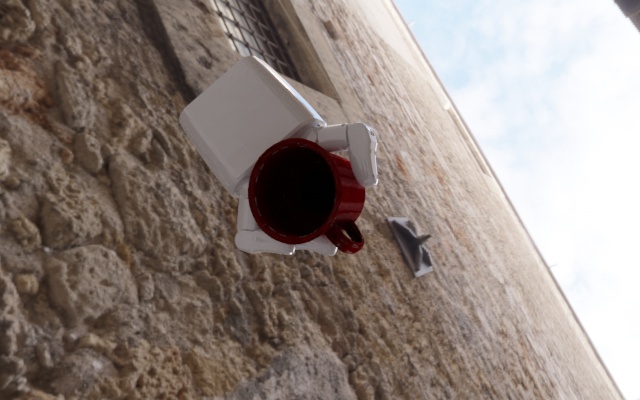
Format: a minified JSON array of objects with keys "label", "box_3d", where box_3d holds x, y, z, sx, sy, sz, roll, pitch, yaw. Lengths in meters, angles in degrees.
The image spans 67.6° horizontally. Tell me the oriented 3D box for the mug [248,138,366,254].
[{"label":"mug","box_3d":[0.001,0.002,0.447,0.093,0.117,0.081,-47,-19,17]}]
